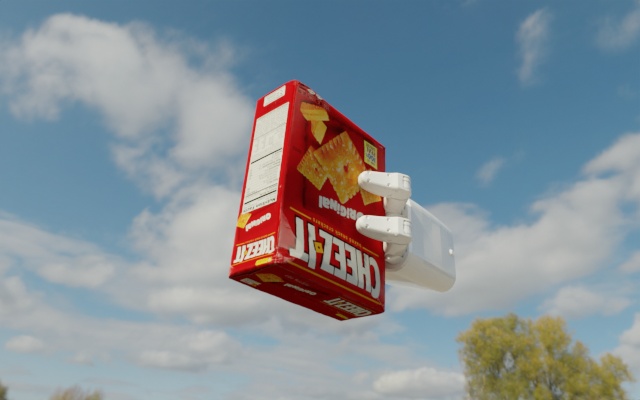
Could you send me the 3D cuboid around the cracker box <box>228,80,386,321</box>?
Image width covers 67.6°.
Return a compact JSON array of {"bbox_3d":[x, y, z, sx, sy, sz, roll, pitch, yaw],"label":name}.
[{"bbox_3d":[0.000,0.002,0.515,0.072,0.213,0.164,-22,-38,37],"label":"cracker box"}]
